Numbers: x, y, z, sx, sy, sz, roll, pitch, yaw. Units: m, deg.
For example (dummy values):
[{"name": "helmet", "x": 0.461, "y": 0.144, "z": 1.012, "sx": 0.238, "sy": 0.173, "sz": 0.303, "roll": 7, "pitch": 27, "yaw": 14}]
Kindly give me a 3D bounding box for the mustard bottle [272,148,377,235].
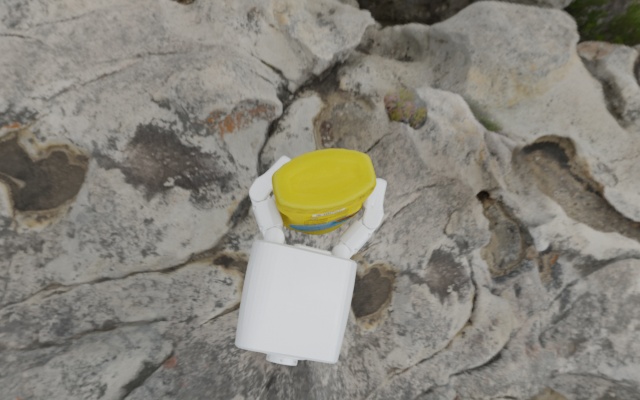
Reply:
[{"name": "mustard bottle", "x": 0.000, "y": 0.001, "z": 0.524, "sx": 0.096, "sy": 0.058, "sz": 0.192, "roll": -13, "pitch": -13, "yaw": -5}]
